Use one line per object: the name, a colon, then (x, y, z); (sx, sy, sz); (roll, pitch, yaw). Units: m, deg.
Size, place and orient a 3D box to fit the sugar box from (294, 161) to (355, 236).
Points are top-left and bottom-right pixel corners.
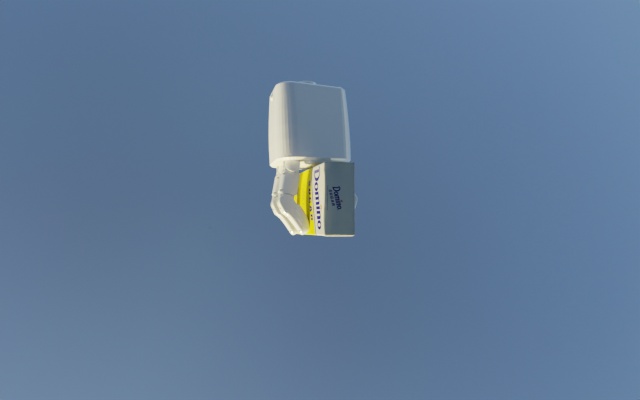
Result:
sugar box: (0.000, 0.002, 0.660); (0.048, 0.093, 0.176); (1, -4, -13)
